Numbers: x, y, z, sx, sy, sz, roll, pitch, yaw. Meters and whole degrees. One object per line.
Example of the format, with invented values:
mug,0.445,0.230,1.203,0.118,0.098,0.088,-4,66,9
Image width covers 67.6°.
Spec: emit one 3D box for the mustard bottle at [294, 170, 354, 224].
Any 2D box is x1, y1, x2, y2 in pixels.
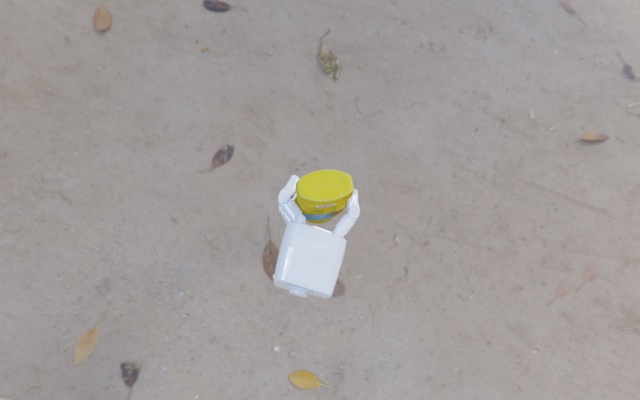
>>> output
mustard bottle,0.000,0.002,0.875,0.096,0.058,0.192,-8,-16,-8
